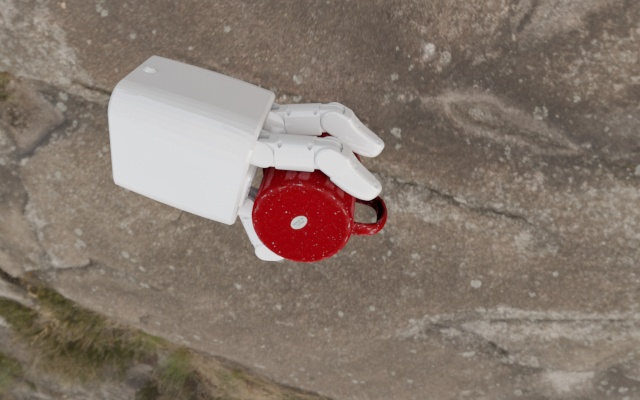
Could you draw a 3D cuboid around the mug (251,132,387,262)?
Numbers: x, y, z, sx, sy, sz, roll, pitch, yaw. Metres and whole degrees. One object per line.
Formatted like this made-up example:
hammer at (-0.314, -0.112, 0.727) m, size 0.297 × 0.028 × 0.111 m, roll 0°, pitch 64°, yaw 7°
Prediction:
mug at (0.001, 0.002, 0.406) m, size 0.117 × 0.093 × 0.081 m, roll 17°, pitch 35°, yaw -5°
